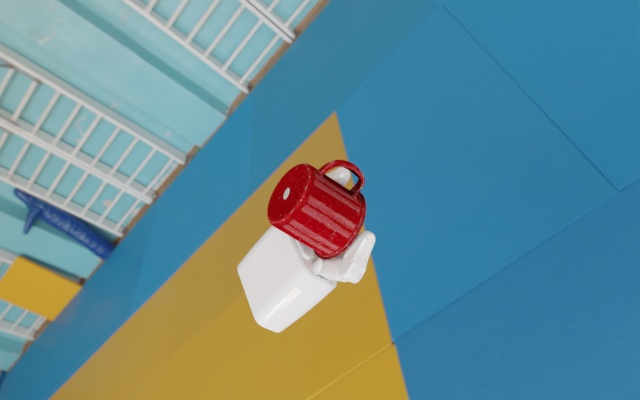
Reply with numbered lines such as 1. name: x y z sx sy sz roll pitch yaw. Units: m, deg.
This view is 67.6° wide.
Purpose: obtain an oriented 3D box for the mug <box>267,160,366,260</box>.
1. mug: 0.001 0.001 0.550 0.081 0.117 0.093 32 22 -29
